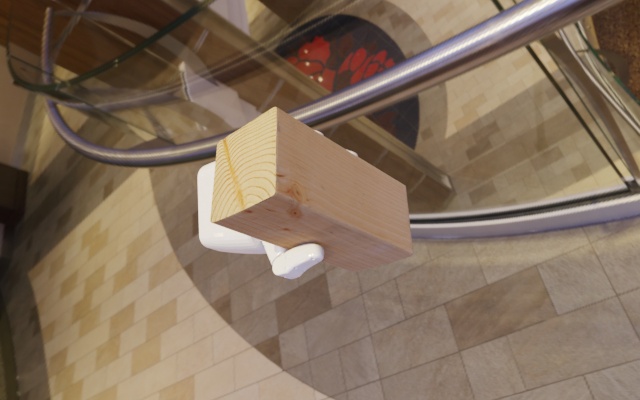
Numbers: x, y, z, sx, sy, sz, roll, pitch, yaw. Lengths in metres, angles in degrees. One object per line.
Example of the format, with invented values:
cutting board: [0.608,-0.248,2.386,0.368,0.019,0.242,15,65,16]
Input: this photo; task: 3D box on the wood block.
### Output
wood block: [0.000,0.002,0.496,0.090,0.090,0.206,-22,-33,37]
